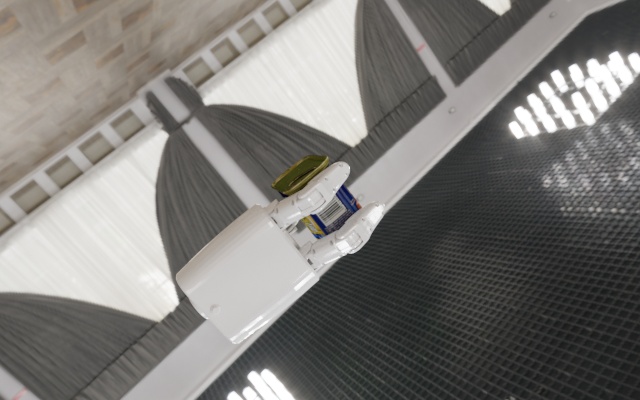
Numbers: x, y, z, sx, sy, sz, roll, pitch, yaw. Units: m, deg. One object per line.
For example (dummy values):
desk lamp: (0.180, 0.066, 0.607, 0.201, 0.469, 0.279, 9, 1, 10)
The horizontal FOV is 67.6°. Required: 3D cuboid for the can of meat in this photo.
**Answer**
can of meat: (0.000, 0.002, 0.511, 0.057, 0.084, 0.102, -40, 15, -8)
